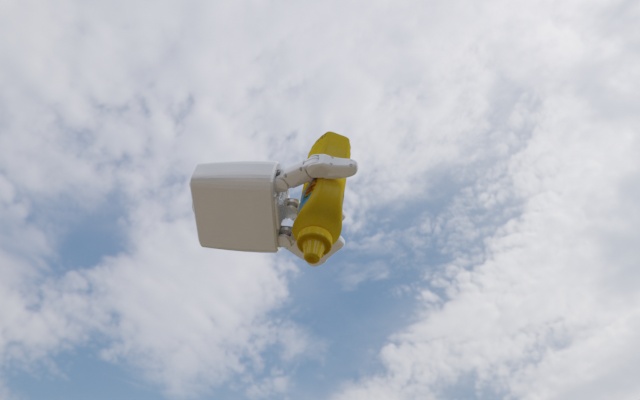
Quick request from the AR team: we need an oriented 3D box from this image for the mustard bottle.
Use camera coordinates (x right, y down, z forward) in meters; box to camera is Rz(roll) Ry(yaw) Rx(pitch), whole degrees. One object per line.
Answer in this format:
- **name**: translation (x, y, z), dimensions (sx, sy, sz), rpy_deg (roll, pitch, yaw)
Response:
- **mustard bottle**: translation (0.000, 0.002, 0.603), dimensions (0.058, 0.096, 0.191), rpy_deg (20, 41, -9)
